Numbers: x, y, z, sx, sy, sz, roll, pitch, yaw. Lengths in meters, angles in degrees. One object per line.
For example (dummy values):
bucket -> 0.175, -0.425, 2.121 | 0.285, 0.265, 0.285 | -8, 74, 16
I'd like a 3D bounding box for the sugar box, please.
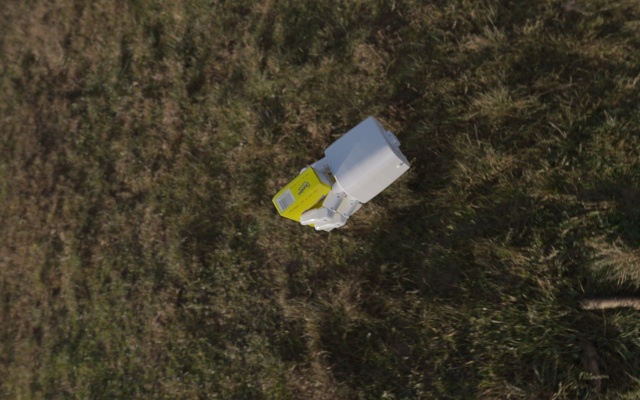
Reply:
sugar box -> 0.000, 0.003, 0.869 | 0.093, 0.048, 0.176 | -39, -30, 17
